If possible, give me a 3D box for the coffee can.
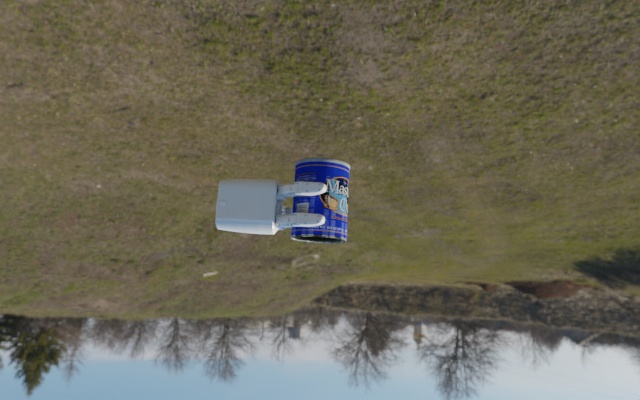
[{"bbox_3d":[0.000,0.003,0.873,0.103,0.140,0.103,3,-11,1],"label":"coffee can"}]
